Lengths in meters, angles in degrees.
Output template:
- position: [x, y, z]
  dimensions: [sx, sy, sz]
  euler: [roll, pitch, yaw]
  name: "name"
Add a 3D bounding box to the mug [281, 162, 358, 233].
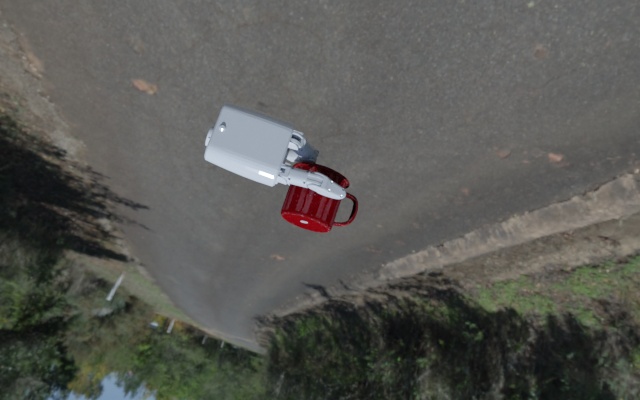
- position: [0.001, 0.003, 0.731]
  dimensions: [0.117, 0.081, 0.093]
  euler: [20, -16, -6]
  name: "mug"
